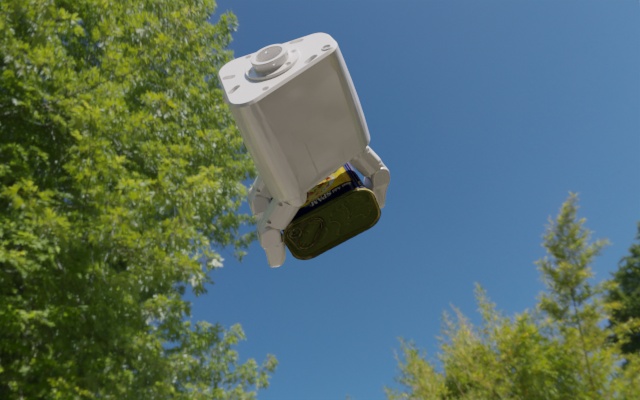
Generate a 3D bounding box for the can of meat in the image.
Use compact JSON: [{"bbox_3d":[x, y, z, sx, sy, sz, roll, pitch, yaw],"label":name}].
[{"bbox_3d":[0.000,0.001,0.510,0.102,0.057,0.084,-28,42,0],"label":"can of meat"}]
